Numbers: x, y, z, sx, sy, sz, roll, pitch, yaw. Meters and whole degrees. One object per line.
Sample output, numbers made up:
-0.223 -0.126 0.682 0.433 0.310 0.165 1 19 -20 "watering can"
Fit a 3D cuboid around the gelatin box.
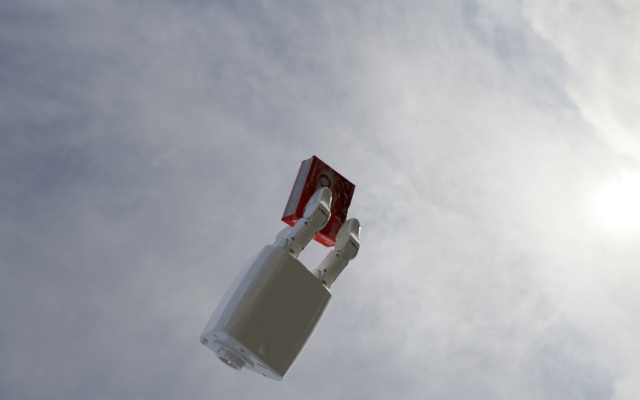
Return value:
0.000 0.002 0.581 0.073 0.089 0.030 34 -32 -28 "gelatin box"
